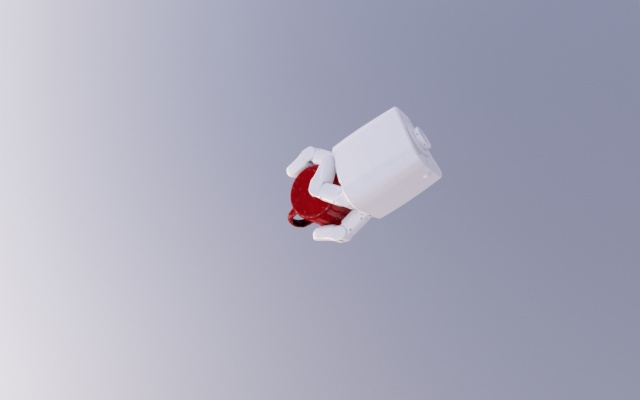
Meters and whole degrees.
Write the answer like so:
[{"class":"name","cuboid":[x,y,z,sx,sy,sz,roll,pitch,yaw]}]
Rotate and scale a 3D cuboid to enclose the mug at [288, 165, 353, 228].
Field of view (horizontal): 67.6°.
[{"class":"mug","cuboid":[-0.001,0.003,0.711,0.117,0.093,0.081,-34,-30,22]}]
